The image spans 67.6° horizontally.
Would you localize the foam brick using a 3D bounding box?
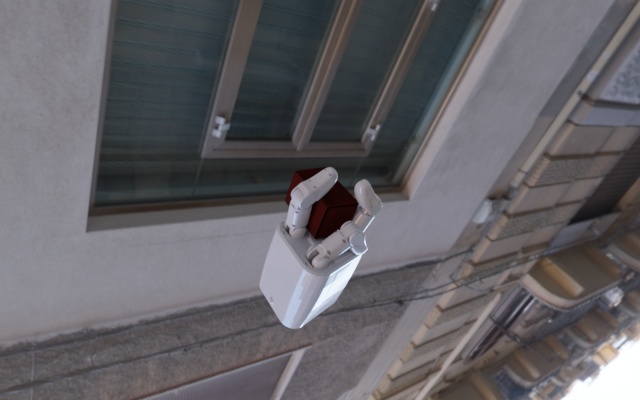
[{"bbox_3d":[0.000,0.002,0.604,0.053,0.051,0.078,-8,43,-36],"label":"foam brick"}]
